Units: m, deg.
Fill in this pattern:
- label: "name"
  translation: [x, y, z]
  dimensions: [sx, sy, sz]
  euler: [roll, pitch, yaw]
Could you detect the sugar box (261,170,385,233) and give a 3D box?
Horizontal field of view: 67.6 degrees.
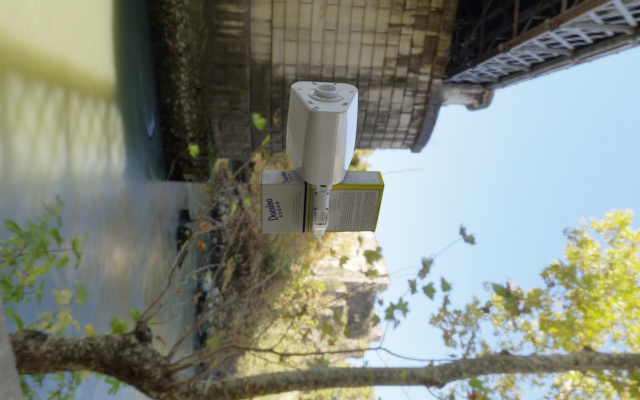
- label: "sugar box"
  translation: [0.000, 0.002, 0.709]
  dimensions: [0.176, 0.093, 0.048]
  euler: [2, 37, -4]
